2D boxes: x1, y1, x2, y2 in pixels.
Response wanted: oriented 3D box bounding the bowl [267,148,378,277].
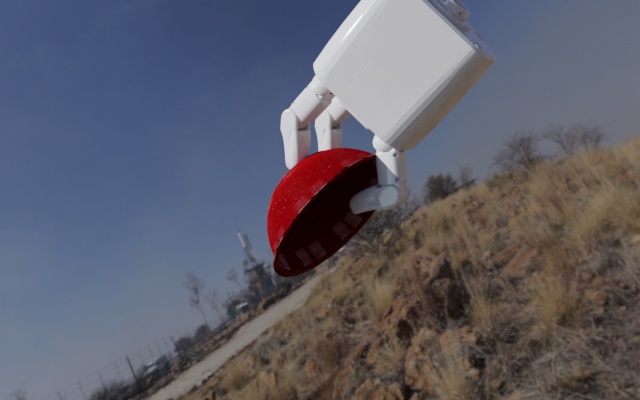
[{"bbox_3d":[-0.001,0.002,0.486,0.055,0.162,0.162,44,20,23],"label":"bowl"}]
